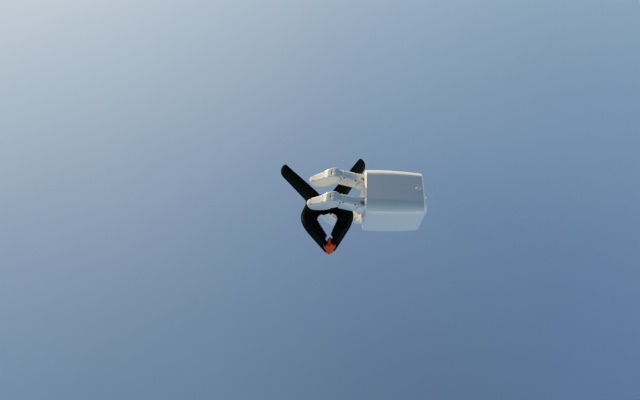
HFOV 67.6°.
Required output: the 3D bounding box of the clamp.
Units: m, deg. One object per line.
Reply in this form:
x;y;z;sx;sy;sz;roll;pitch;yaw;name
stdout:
0.000;0.004;0.883;0.164;0.209;0.036;0;-38;5;clamp
